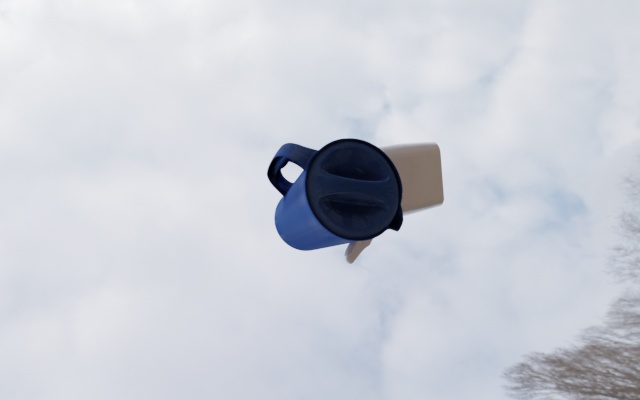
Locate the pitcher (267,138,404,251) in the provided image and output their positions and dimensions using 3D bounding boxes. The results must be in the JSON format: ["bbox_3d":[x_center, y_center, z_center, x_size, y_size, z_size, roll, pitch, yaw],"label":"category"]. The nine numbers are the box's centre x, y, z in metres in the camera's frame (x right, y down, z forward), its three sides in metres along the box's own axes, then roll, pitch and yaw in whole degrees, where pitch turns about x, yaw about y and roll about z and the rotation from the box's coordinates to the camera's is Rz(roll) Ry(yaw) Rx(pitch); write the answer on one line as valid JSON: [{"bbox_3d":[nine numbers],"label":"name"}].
[{"bbox_3d":[0.000,0.002,0.703,0.145,0.149,0.243,-13,-8,-21],"label":"pitcher"}]
